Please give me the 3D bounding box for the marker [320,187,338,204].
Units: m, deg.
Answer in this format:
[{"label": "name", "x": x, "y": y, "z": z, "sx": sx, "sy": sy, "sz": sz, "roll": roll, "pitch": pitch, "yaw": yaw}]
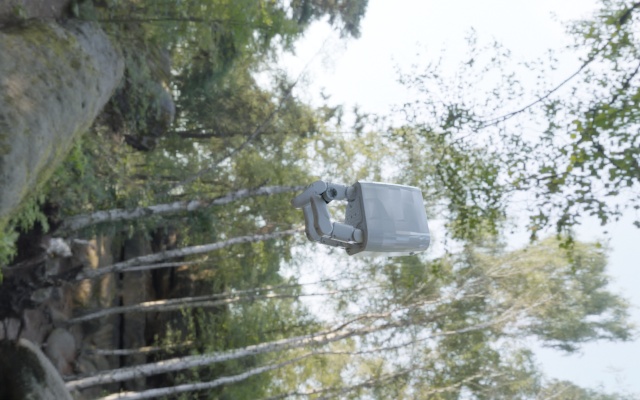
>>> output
[{"label": "marker", "x": 0.000, "y": 0.002, "z": 0.726, "sx": 0.020, "sy": 0.020, "sz": 0.121, "roll": 0, "pitch": -12, "yaw": -16}]
